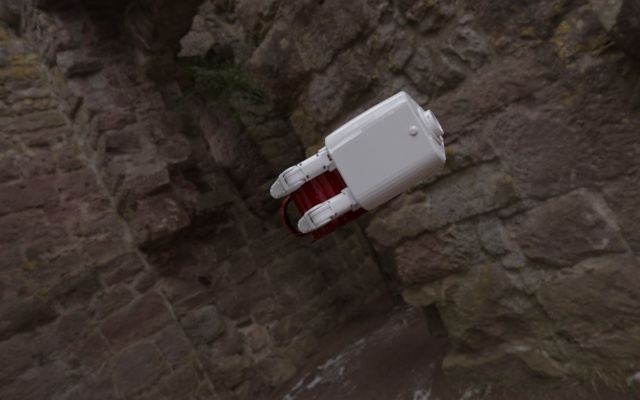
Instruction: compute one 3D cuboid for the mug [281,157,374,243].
[{"bbox_3d":[-0.001,0.002,0.612,0.117,0.081,0.093,-31,-4,22],"label":"mug"}]
